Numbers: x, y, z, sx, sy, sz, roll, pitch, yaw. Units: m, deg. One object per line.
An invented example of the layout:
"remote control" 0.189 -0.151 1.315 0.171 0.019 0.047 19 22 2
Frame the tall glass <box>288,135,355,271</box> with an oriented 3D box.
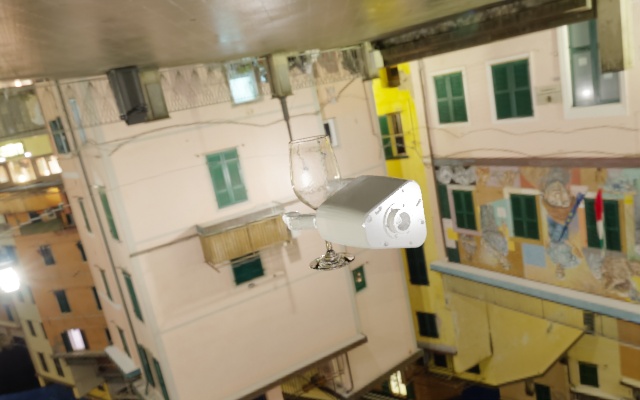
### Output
"tall glass" 0.000 0.003 0.741 0.079 0.201 0.079 -11 12 2
